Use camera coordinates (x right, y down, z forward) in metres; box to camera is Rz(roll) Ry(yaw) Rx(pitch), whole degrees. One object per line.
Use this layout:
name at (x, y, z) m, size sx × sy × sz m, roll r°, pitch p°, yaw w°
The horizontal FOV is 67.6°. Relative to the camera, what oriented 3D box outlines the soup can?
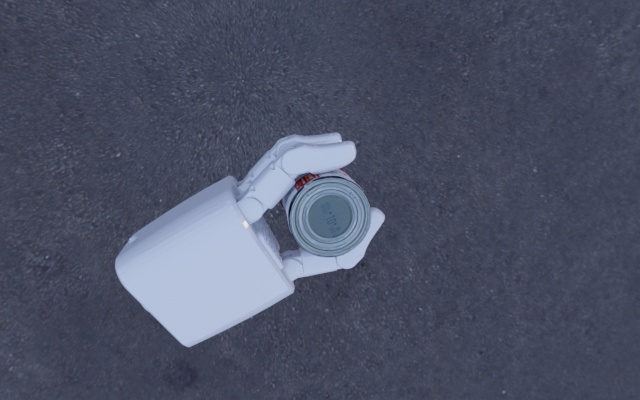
soup can at (0.001, 0.001, 0.417) m, size 0.068 × 0.068 × 0.102 m, roll 0°, pitch 14°, yaw -9°
